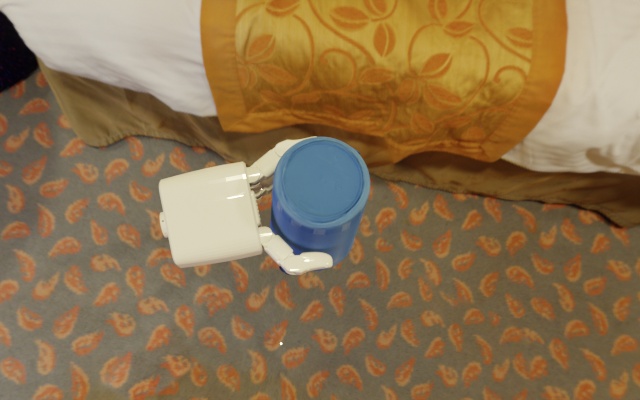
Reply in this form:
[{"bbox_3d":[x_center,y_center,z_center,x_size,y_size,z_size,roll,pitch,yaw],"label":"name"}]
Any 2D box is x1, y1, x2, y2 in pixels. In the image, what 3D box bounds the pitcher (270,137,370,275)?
[{"bbox_3d":[0.000,0.002,0.633,0.145,0.149,0.243,-11,-15,-7],"label":"pitcher"}]
